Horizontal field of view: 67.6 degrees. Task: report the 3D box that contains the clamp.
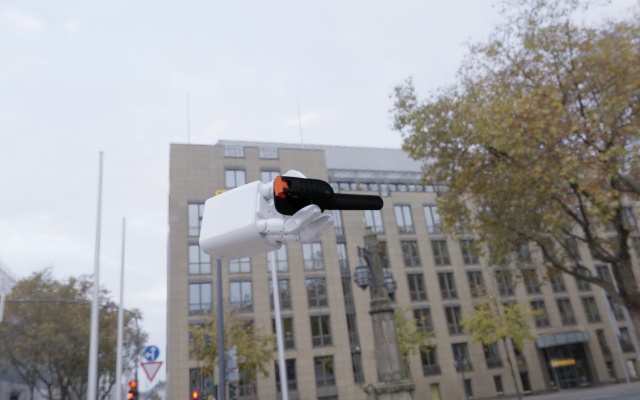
[{"bbox_3d":[0.000,0.002,0.754,0.164,0.036,0.210,-19,-24,17],"label":"clamp"}]
